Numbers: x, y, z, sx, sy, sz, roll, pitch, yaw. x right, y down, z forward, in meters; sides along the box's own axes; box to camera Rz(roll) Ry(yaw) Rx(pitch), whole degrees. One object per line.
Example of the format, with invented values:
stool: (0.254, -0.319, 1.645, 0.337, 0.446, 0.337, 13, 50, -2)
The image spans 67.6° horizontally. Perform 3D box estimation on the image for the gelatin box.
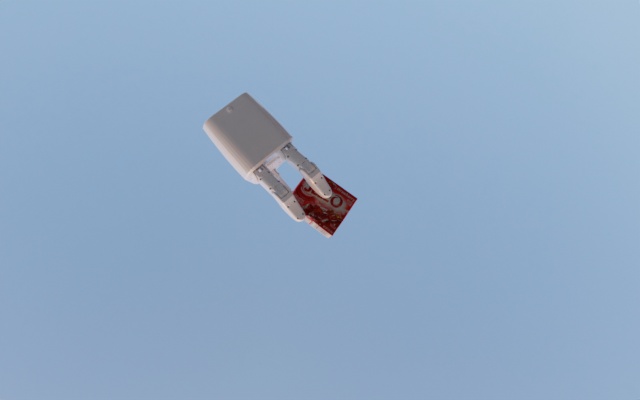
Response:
gelatin box: (0.000, 0.003, 0.735, 0.089, 0.073, 0.030, 36, -17, -3)
